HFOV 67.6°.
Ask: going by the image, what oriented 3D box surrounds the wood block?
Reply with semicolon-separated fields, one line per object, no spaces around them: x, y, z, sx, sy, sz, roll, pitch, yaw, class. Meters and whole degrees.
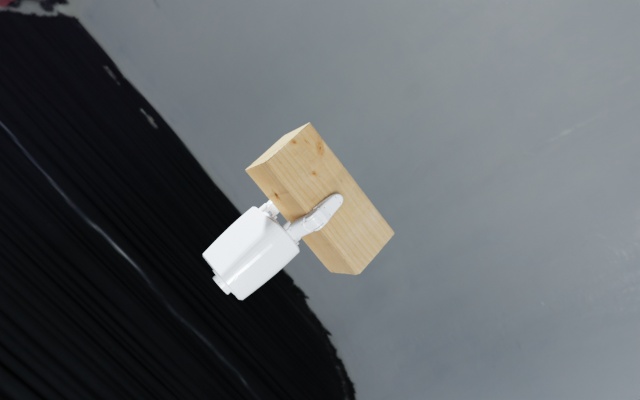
0.000;0.002;0.699;0.090;0.206;0.091;-45;16;-23;wood block
